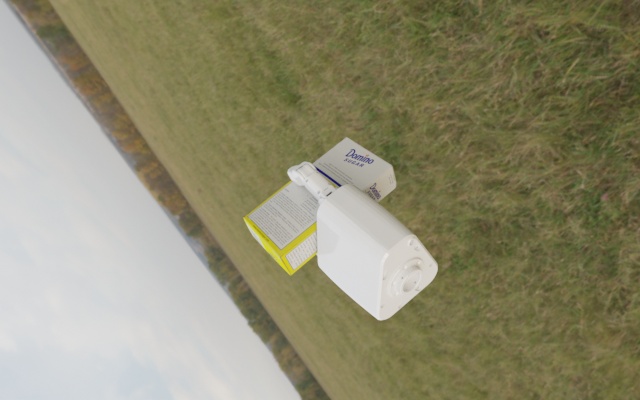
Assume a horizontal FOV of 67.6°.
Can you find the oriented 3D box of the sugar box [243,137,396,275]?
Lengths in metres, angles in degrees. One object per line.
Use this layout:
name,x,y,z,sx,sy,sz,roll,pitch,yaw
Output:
sugar box,0.000,0.002,0.594,0.176,0.048,0.093,-37,47,-15
